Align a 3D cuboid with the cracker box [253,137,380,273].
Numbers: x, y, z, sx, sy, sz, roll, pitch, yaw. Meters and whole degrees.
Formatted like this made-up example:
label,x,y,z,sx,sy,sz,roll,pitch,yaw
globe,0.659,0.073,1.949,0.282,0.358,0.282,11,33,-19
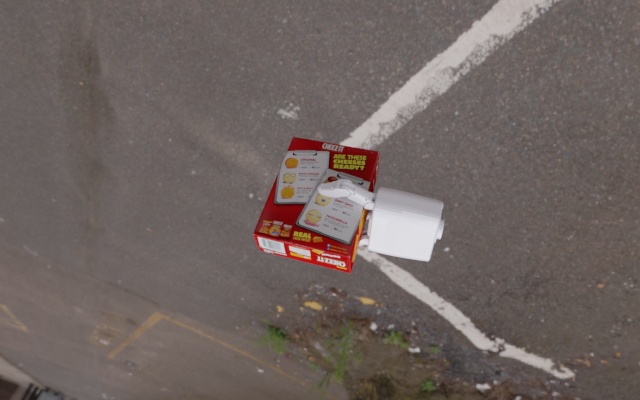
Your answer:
label,x,y,z,sx,sy,sz,roll,pitch,yaw
cracker box,0.000,0.003,0.824,0.164,0.213,0.072,12,-32,12
